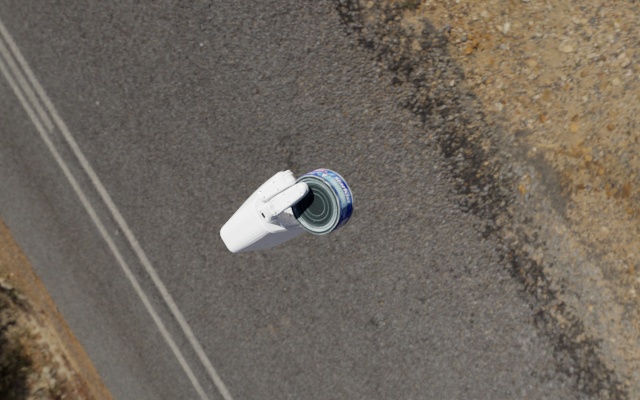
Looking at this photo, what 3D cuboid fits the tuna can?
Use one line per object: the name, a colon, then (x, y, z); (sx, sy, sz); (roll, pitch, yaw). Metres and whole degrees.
tuna can: (0.000, 0.002, 0.647); (0.086, 0.086, 0.033); (0, 16, 36)
